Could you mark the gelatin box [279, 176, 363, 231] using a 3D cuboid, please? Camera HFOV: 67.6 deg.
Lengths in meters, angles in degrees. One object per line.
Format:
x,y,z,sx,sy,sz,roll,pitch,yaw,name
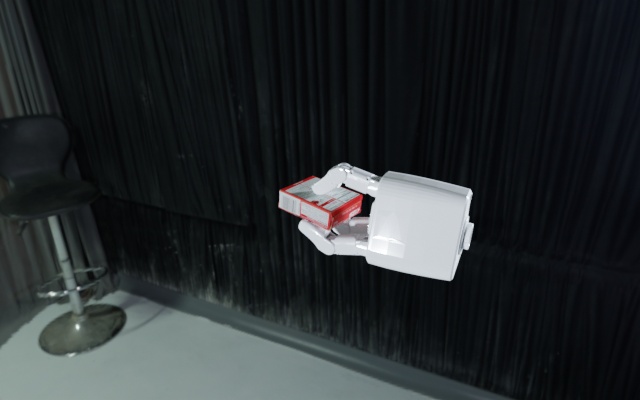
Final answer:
0.000,0.002,0.643,0.089,0.030,0.073,24,31,30,gelatin box
